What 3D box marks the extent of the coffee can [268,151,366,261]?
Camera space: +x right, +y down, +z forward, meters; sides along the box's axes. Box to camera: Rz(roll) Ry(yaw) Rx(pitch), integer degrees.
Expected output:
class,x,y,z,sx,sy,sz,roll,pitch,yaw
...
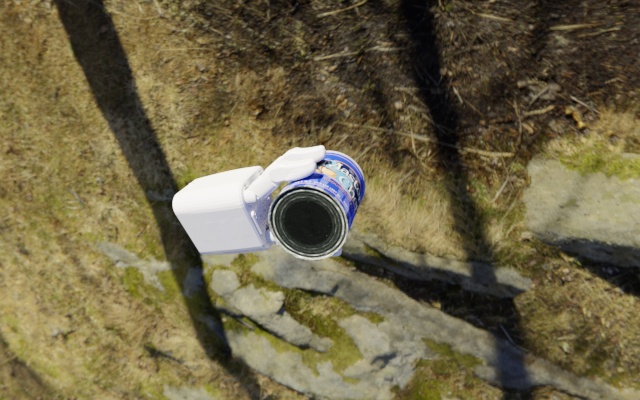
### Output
class,x,y,z,sx,sy,sz,roll,pitch,yaw
coffee can,0.000,0.002,0.646,0.103,0.103,0.140,0,23,15
